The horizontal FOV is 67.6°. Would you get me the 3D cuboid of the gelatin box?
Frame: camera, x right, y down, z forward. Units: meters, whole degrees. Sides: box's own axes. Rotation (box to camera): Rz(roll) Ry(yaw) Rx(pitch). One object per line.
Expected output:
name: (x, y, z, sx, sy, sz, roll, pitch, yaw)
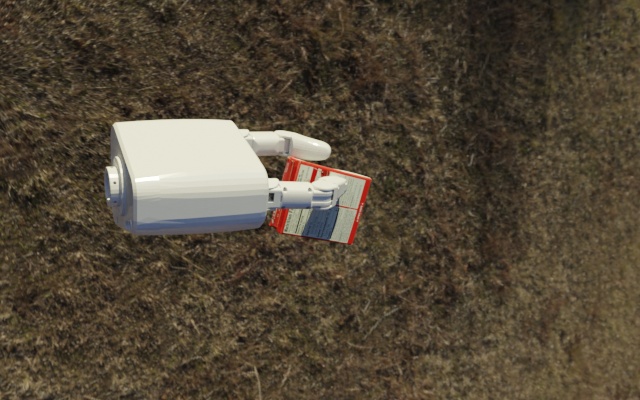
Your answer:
gelatin box: (0.001, 0.002, 0.482, 0.089, 0.073, 0.030, 12, 7, -29)
